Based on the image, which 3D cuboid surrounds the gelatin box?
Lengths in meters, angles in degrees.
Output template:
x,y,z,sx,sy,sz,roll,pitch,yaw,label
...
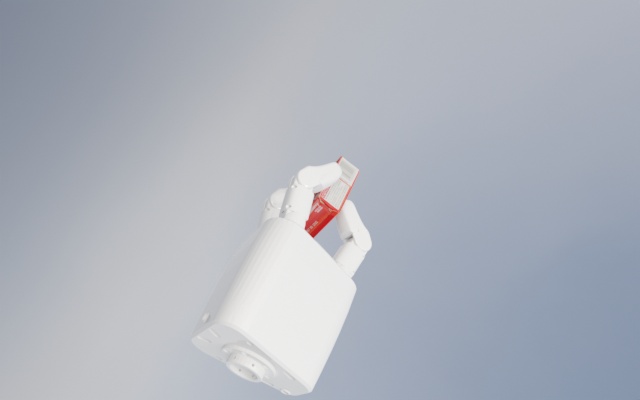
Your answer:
x,y,z,sx,sy,sz,roll,pitch,yaw,label
0.001,0.002,0.517,0.073,0.030,0.089,-45,9,38,gelatin box
